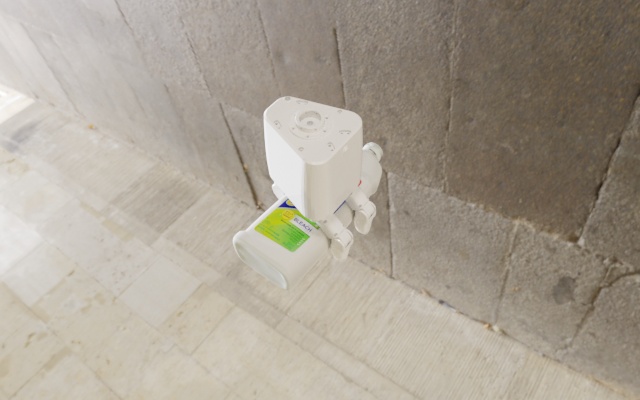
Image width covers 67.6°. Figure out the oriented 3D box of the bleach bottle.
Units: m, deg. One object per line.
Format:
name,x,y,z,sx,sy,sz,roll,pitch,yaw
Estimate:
bleach bottle,0.000,0.002,0.664,0.102,0.250,0.068,31,-29,21
